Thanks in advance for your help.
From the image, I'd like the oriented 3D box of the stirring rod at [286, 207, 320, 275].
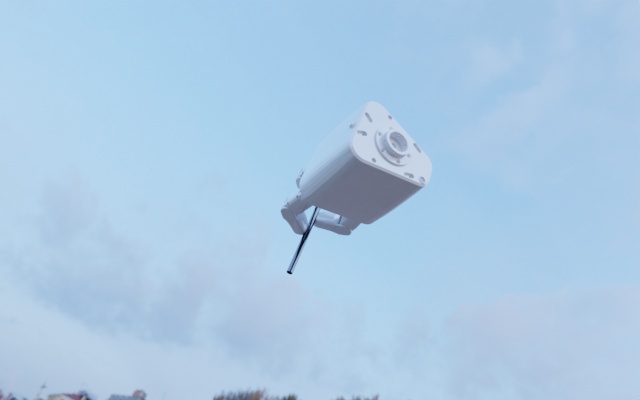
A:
[{"bbox_3d":[0.000,0.002,0.665,0.011,0.239,0.011,15,-38,12],"label":"stirring rod"}]
